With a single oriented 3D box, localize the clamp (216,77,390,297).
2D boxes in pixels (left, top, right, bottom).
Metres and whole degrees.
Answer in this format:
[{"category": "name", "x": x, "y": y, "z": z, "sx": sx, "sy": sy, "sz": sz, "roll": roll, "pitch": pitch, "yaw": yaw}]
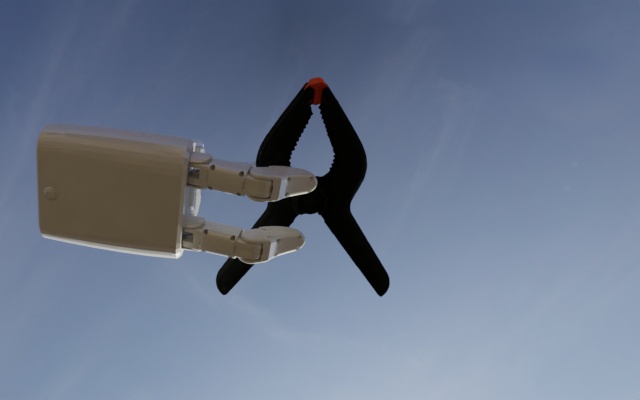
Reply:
[{"category": "clamp", "x": 0.000, "y": 0.001, "z": 0.425, "sx": 0.164, "sy": 0.210, "sz": 0.036, "roll": 8, "pitch": 22, "yaw": -10}]
